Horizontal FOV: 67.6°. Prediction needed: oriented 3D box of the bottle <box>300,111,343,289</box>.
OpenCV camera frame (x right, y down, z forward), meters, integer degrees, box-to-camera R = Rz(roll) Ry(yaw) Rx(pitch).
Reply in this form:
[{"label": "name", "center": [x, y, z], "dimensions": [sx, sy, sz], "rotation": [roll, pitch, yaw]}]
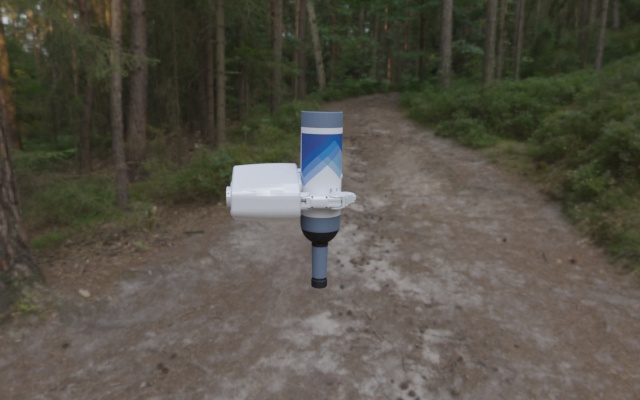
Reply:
[{"label": "bottle", "center": [0.000, 0.002, 0.789], "dimensions": [0.069, 0.296, 0.069], "rotation": [1, 12, 0]}]
